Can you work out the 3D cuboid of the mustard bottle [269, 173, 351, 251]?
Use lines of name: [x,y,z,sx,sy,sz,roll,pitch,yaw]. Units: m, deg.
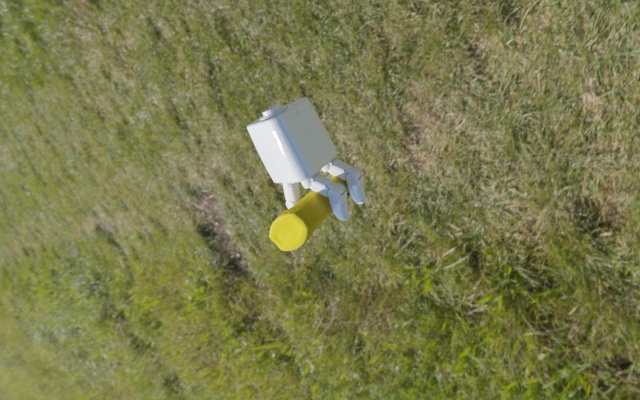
mustard bottle: [0.000,0.003,0.792,0.191,0.058,0.096,-43,-1,-42]
